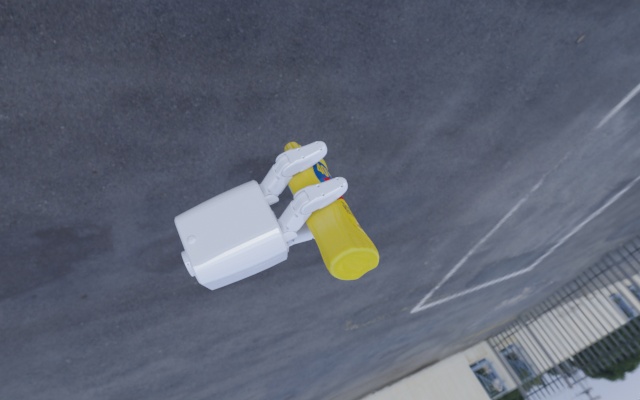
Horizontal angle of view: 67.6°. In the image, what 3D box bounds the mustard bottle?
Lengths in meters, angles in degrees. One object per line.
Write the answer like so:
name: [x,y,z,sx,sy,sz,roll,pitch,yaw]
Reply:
mustard bottle: [0.001,0.002,0.587,0.058,0.191,0.096,-35,-29,10]
